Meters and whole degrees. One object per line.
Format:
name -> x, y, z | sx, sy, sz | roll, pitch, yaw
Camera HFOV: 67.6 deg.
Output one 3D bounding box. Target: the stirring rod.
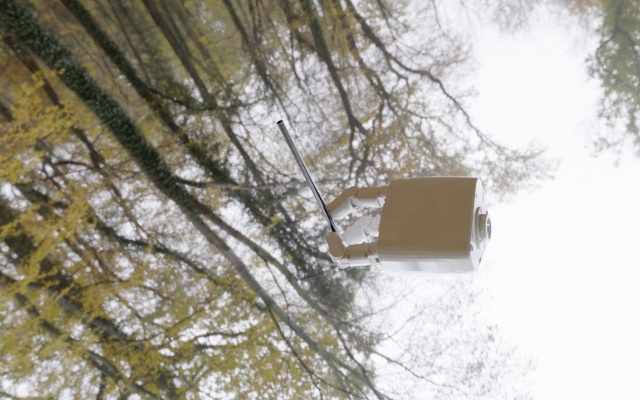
stirring rod -> 0.000, 0.002, 0.592 | 0.011, 0.240, 0.011 | -18, 36, 13
